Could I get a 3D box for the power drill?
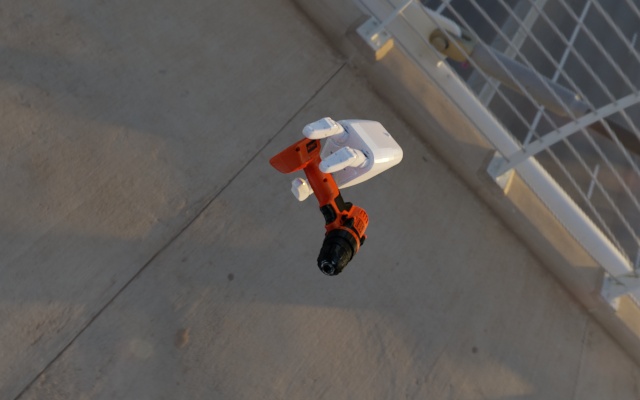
[{"bbox_3d":[0.000,0.002,0.708,0.057,0.188,0.184,-25,11,22],"label":"power drill"}]
